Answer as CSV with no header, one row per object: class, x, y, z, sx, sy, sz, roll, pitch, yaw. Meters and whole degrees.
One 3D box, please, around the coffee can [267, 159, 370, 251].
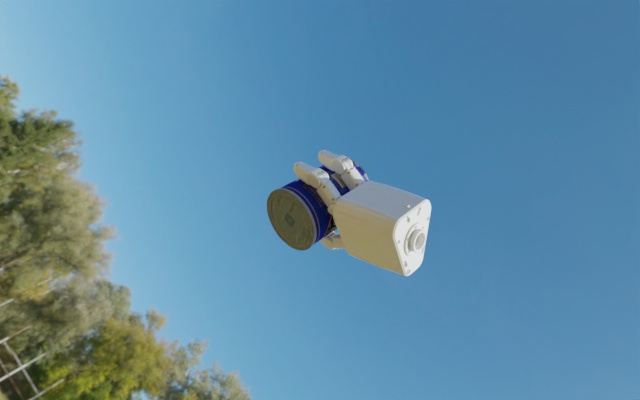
coffee can,0.000,0.003,0.762,0.140,0.103,0.103,-31,20,-38
